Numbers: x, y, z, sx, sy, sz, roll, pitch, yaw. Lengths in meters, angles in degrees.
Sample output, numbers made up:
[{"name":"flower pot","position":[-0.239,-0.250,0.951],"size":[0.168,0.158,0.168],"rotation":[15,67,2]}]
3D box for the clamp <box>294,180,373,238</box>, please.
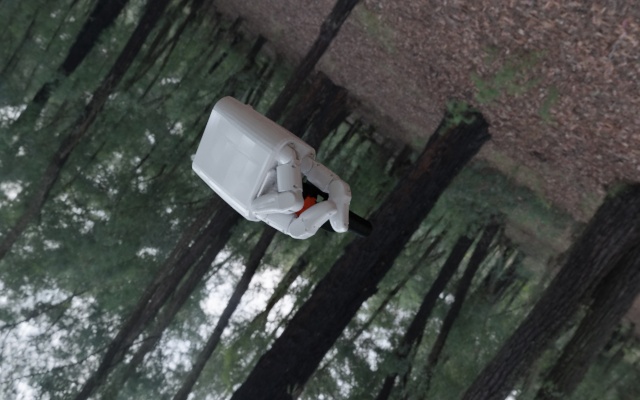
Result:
[{"name":"clamp","position":[0.000,0.003,0.630],"size":[0.120,0.039,0.171],"rotation":[37,7,23]}]
